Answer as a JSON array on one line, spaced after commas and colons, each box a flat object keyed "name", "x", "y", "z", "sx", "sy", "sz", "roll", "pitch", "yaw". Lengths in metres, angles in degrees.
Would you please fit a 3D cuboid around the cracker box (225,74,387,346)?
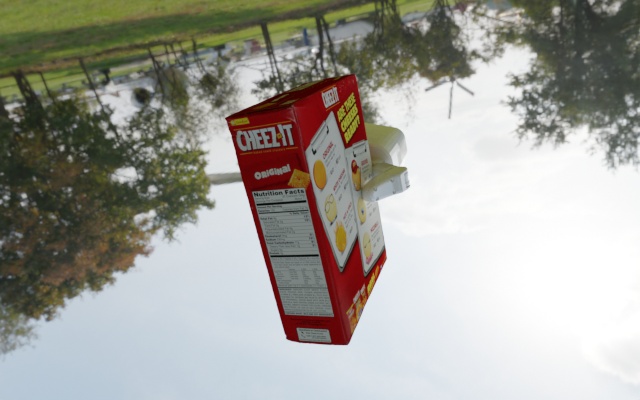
[{"name": "cracker box", "x": 0.000, "y": 0.002, "z": 0.460, "sx": 0.072, "sy": 0.214, "sz": 0.164, "roll": -5, "pitch": 20, "yaw": 23}]
